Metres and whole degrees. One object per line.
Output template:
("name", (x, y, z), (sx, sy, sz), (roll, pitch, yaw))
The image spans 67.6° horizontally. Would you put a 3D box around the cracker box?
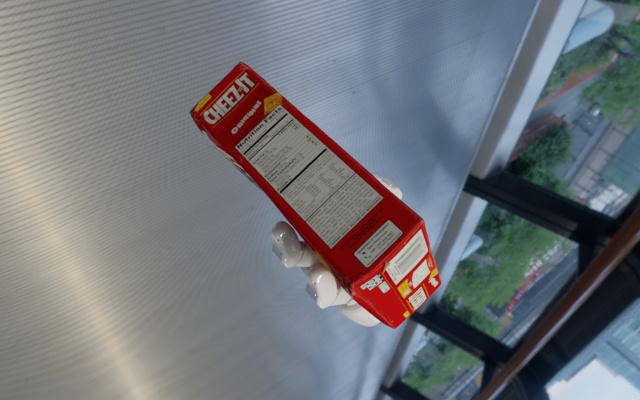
("cracker box", (0.000, 0.001, 0.415), (0.213, 0.072, 0.164), (44, -4, 29))
